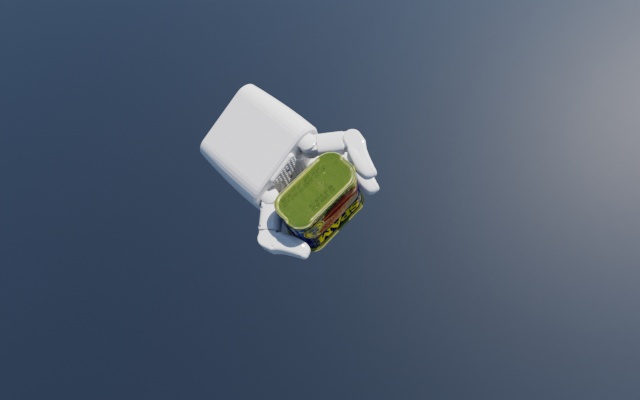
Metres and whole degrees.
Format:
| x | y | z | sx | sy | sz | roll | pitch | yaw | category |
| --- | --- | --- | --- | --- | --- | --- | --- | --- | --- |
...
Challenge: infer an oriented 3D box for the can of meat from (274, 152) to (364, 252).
| x | y | z | sx | sy | sz | roll | pitch | yaw | category |
| --- | --- | --- | --- | --- | --- | --- | --- | --- | --- |
| 0.000 | 0.002 | 0.550 | 0.057 | 0.102 | 0.084 | 42 | -9 | 21 | can of meat |
